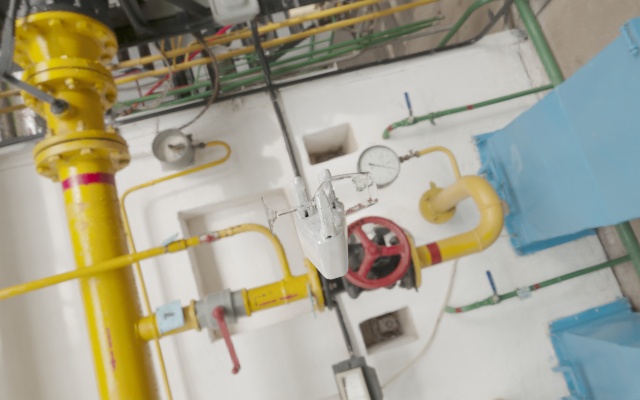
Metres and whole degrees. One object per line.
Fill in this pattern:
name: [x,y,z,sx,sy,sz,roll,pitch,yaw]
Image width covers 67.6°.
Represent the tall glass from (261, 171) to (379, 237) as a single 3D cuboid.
tall glass: [-0.001,0.003,0.859,0.201,0.079,0.079,-16,2,-6]
